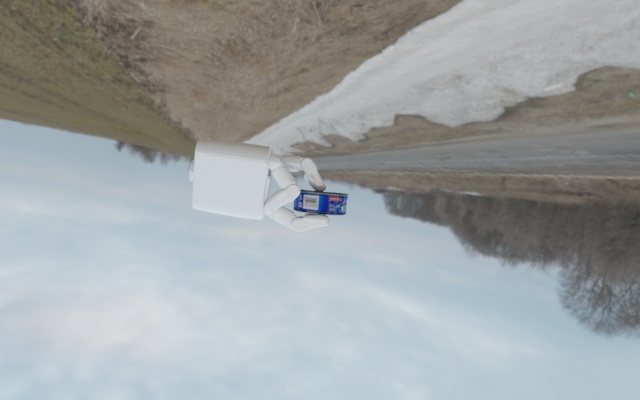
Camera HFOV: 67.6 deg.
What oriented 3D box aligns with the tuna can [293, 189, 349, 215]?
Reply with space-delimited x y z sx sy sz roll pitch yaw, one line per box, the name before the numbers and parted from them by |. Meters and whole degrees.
tuna can | 0.000 0.003 0.755 0.086 0.034 0.086 5 3 0
